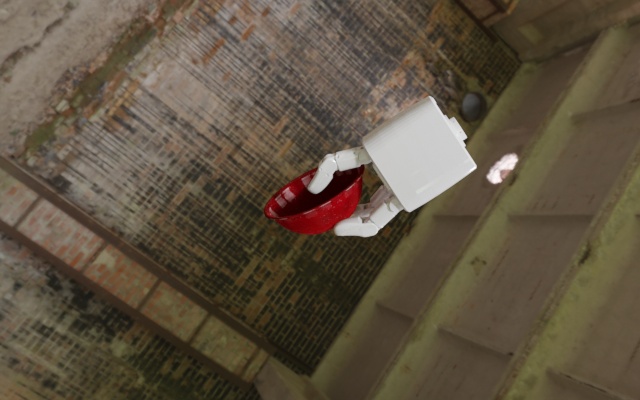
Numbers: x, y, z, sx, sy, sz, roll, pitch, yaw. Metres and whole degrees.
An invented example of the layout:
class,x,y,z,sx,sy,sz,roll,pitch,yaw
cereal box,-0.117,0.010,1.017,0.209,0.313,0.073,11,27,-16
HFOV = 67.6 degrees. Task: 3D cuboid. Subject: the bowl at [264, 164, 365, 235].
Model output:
class,x,y,z,sx,sy,sz,roll,pitch,yaw
bowl,-0.001,0.003,0.701,0.162,0.055,0.162,-23,21,9
